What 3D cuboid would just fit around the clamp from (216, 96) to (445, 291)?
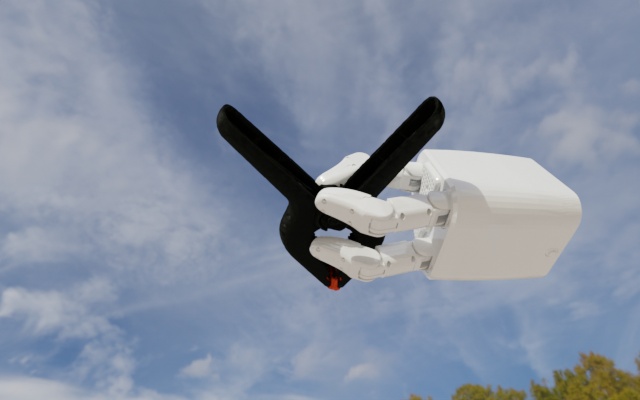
[{"bbox_3d":[0.000,0.001,0.404,0.164,0.210,0.036,4,43,-4],"label":"clamp"}]
